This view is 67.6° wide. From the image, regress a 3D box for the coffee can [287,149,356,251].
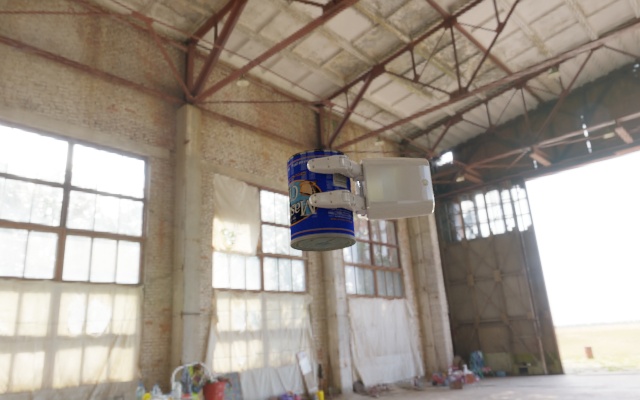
[{"bbox_3d":[0.000,0.003,0.759,0.103,0.140,0.103,-3,-17,-1],"label":"coffee can"}]
